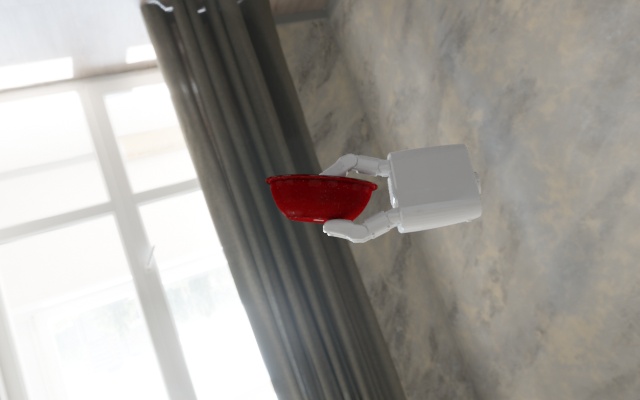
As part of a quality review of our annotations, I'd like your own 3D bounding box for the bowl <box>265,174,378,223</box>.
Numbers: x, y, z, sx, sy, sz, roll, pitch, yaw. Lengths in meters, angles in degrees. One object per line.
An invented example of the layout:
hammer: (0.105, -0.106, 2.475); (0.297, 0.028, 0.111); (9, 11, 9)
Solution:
bowl: (-0.001, 0.003, 0.683); (0.162, 0.055, 0.162); (4, -6, 0)
